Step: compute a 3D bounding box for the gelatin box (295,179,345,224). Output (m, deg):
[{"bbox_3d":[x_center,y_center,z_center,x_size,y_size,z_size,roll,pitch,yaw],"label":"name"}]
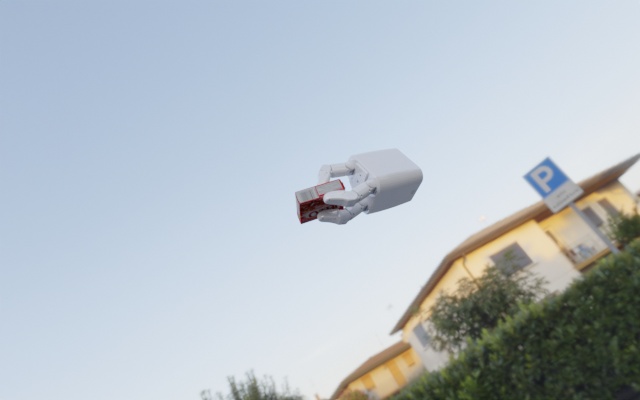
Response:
[{"bbox_3d":[0.000,0.003,0.874,0.089,0.030,0.073,-17,-31,-11],"label":"gelatin box"}]
